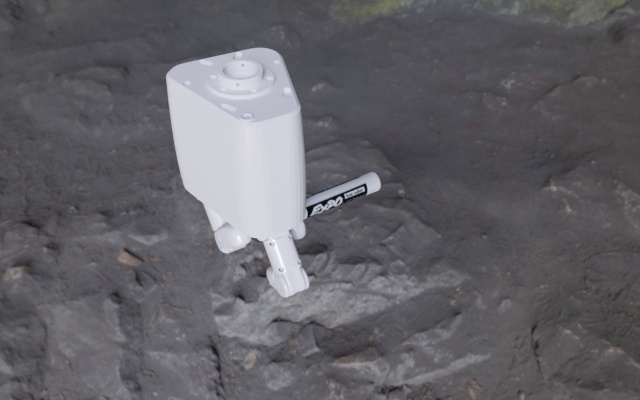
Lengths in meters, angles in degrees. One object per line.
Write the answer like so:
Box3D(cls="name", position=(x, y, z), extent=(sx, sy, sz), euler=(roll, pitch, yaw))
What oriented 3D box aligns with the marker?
Box3D(cls="marker", position=(0.000, 0.001, 0.428), extent=(0.121, 0.020, 0.020), euler=(-21, 9, -23))
